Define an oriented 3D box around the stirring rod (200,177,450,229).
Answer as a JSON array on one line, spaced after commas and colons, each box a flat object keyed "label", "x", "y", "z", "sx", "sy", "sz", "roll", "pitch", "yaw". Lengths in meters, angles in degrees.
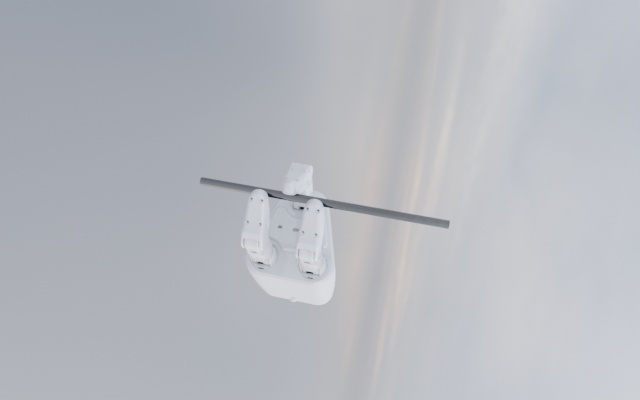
[{"label": "stirring rod", "x": 0.000, "y": 0.001, "z": 0.453, "sx": 0.239, "sy": 0.011, "sz": 0.011, "roll": 10, "pitch": 1, "yaw": 8}]
